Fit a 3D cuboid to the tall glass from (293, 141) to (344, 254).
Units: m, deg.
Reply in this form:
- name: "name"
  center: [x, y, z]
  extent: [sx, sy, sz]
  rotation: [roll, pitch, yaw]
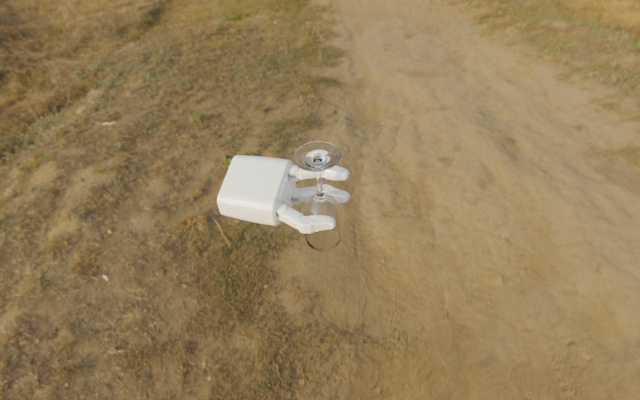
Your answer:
- name: "tall glass"
  center: [0.000, 0.002, 0.806]
  extent: [0.079, 0.201, 0.079]
  rotation: [-3, 43, 2]
